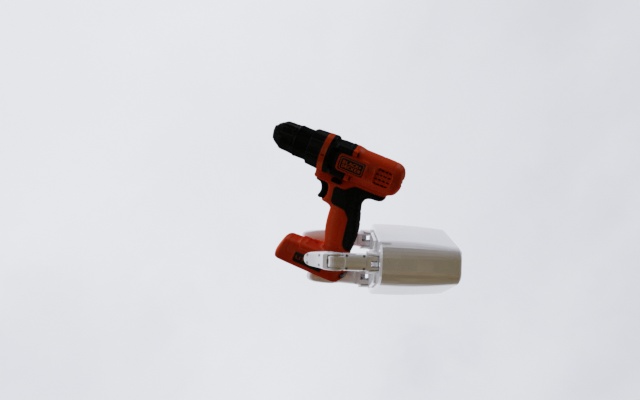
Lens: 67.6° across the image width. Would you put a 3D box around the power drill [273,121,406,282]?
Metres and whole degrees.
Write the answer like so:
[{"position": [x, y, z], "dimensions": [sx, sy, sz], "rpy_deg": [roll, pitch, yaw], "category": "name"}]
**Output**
[{"position": [0.000, 0.003, 0.647], "dimensions": [0.184, 0.188, 0.057], "rpy_deg": [23, 20, 11], "category": "power drill"}]
